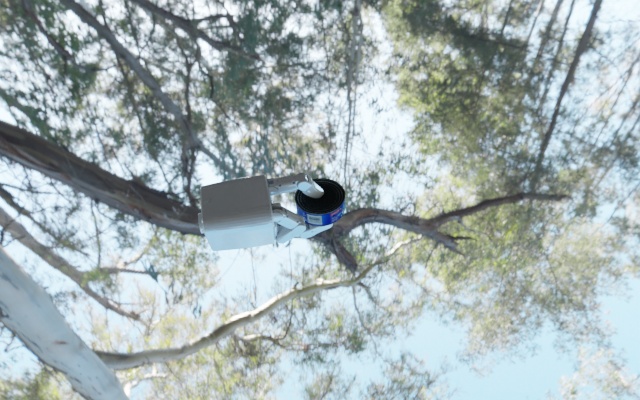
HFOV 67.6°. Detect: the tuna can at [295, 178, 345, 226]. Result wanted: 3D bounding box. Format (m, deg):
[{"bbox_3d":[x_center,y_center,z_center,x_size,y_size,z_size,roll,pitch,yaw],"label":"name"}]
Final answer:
[{"bbox_3d":[0.000,0.003,0.814,0.086,0.086,0.034,0,-44,5],"label":"tuna can"}]
